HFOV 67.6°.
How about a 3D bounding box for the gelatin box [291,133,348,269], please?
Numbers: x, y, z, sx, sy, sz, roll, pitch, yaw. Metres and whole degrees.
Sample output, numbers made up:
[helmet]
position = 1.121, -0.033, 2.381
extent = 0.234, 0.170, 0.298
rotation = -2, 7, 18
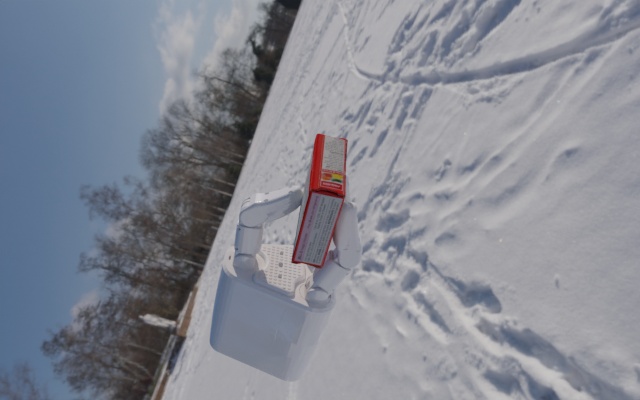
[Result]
[gelatin box]
position = 0.000, 0.001, 0.401
extent = 0.030, 0.089, 0.073
rotation = 11, 42, -4
